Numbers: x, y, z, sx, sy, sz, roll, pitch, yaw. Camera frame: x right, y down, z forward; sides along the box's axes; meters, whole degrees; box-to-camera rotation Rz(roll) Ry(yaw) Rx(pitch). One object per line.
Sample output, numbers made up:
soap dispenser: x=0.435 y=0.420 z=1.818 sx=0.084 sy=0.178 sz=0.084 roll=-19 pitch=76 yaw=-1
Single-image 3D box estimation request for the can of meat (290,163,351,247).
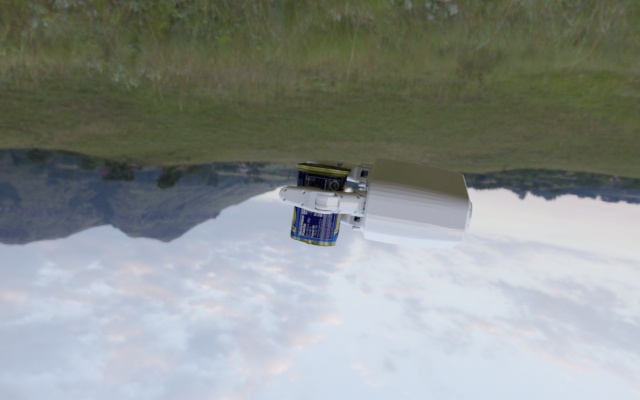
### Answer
can of meat: x=0.000 y=0.002 z=0.551 sx=0.057 sy=0.084 sz=0.102 roll=8 pitch=7 yaw=5
